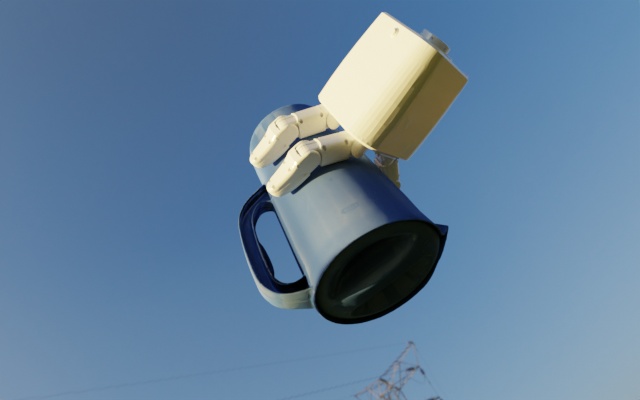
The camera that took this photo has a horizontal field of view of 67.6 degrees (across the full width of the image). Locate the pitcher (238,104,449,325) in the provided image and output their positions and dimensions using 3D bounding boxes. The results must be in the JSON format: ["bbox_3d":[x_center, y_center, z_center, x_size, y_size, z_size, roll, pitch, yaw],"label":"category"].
[{"bbox_3d":[0.000,0.002,0.504,0.149,0.145,0.242,21,25,-41],"label":"pitcher"}]
